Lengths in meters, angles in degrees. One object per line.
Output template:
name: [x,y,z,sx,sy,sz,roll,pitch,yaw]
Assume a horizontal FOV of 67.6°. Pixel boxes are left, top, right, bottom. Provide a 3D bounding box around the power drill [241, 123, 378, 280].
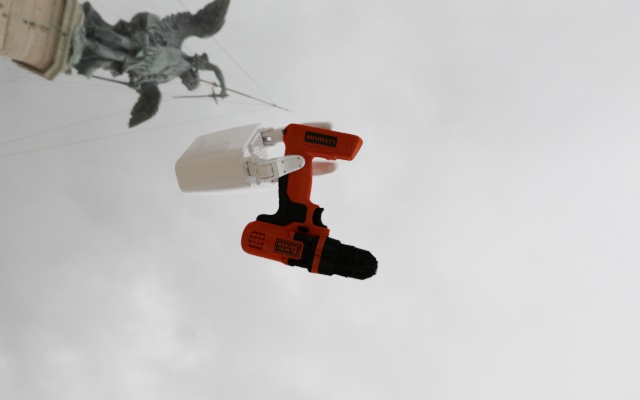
power drill: [0.000,0.002,0.630,0.184,0.187,0.057,13,-3,4]
